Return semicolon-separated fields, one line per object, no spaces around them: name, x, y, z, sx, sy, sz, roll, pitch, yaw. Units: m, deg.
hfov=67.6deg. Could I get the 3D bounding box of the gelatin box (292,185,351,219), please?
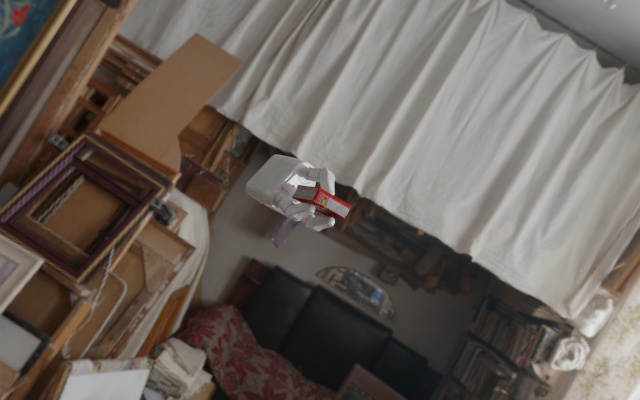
gelatin box;0.000;0.002;0.854;0.073;0.030;0.089;30;-10;-27
